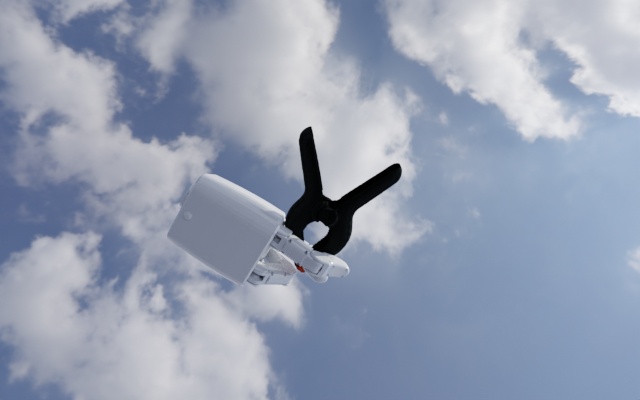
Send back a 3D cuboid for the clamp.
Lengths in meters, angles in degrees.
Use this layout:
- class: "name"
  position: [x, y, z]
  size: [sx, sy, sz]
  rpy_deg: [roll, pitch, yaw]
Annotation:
- class: "clamp"
  position: [0.000, 0.002, 0.549]
  size: [0.120, 0.171, 0.039]
  rpy_deg: [32, 17, -4]
